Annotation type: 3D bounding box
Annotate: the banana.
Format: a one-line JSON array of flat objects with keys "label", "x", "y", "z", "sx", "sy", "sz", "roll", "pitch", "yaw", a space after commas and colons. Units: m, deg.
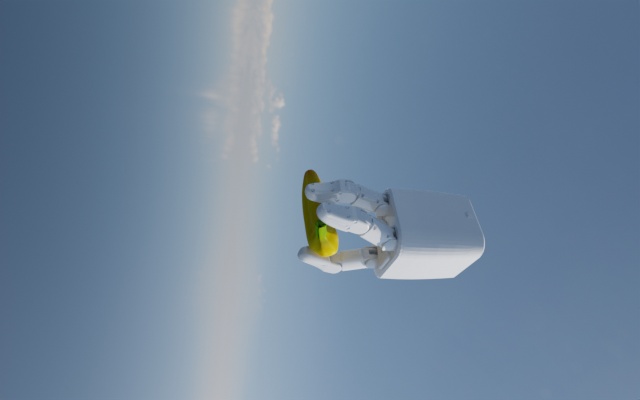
[{"label": "banana", "x": -0.001, "y": 0.021, "z": 0.610, "sx": 0.037, "sy": 0.070, "sz": 0.197, "roll": 1, "pitch": 21, "yaw": -8}]
